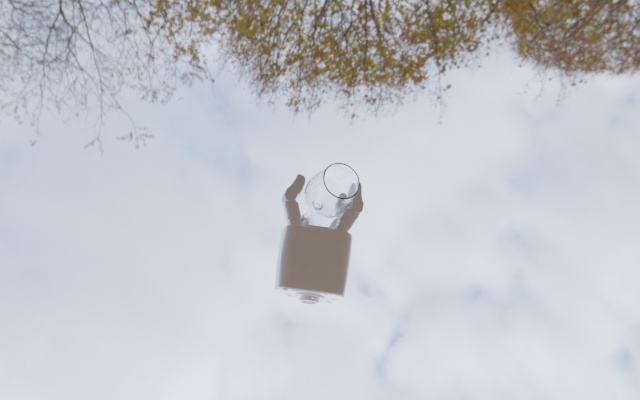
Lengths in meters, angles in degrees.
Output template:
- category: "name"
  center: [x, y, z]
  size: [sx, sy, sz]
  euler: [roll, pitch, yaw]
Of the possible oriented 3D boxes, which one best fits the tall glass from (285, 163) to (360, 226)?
- category: "tall glass"
  center: [0.000, 0.003, 0.830]
  size: [0.079, 0.079, 0.201]
  euler: [0, -20, -21]
